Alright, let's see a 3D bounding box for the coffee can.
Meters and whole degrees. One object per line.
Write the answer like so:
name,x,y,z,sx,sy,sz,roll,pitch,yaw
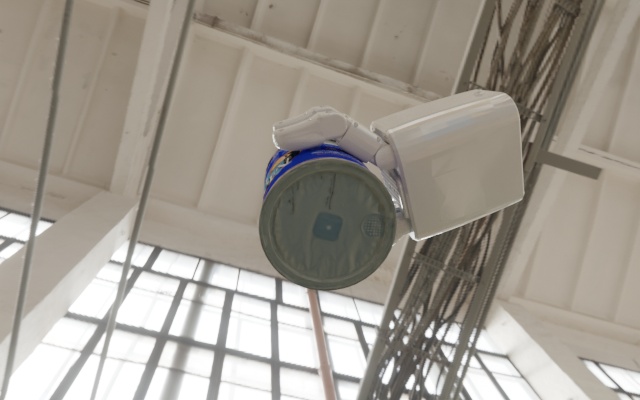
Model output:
coffee can,0.000,0.002,0.416,0.103,0.103,0.140,0,16,-5
